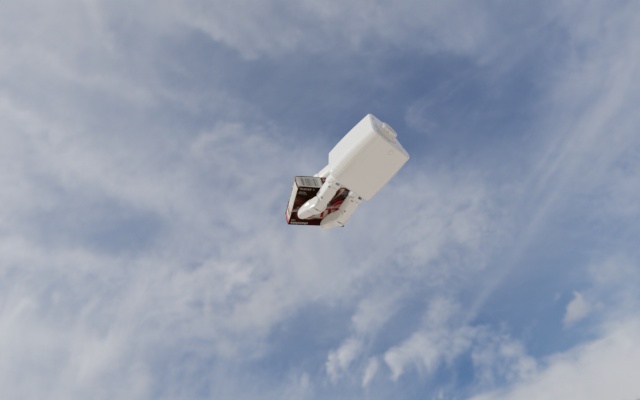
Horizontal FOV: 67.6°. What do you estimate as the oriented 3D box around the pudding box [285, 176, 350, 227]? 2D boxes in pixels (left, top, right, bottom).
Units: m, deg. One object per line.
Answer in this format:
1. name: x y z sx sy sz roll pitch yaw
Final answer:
1. pudding box: 0.000 0.003 0.866 0.113 0.090 0.039 5 37 -17
